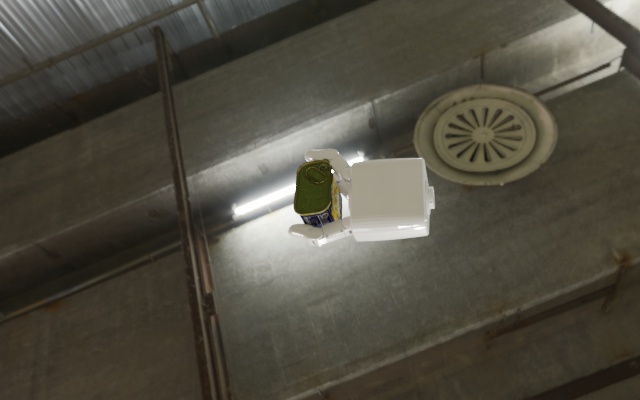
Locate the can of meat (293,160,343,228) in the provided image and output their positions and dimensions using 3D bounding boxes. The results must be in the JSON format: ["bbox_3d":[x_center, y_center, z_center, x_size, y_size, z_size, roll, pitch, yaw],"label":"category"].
[{"bbox_3d":[0.000,0.003,0.745,0.057,0.102,0.084,-8,-38,14],"label":"can of meat"}]
